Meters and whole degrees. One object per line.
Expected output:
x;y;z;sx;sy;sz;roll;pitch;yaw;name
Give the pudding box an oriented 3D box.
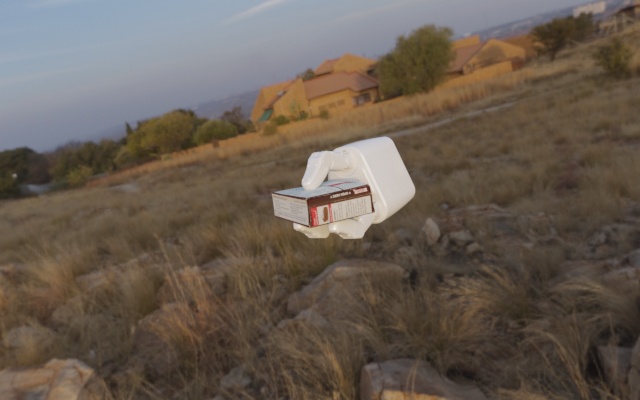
0.000;0.002;0.600;0.090;0.039;0.113;-13;9;-25;pudding box
